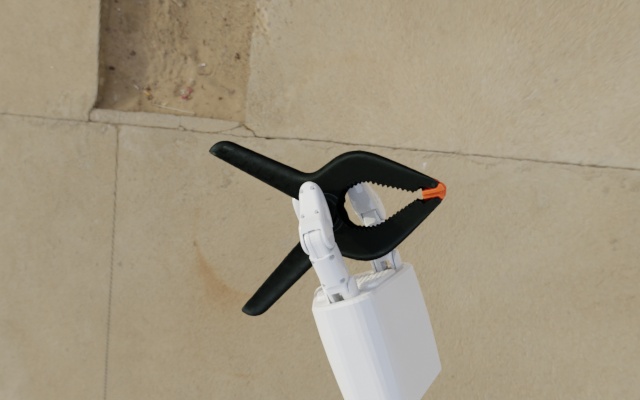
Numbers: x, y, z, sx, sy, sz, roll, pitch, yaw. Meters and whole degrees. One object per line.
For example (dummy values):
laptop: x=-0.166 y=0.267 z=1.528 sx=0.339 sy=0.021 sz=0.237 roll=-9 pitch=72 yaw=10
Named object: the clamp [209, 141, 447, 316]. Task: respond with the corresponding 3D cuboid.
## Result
clamp: x=0.000 y=0.002 z=0.418 sx=0.210 sy=0.164 sz=0.036 roll=-18 pitch=0 yaw=18
